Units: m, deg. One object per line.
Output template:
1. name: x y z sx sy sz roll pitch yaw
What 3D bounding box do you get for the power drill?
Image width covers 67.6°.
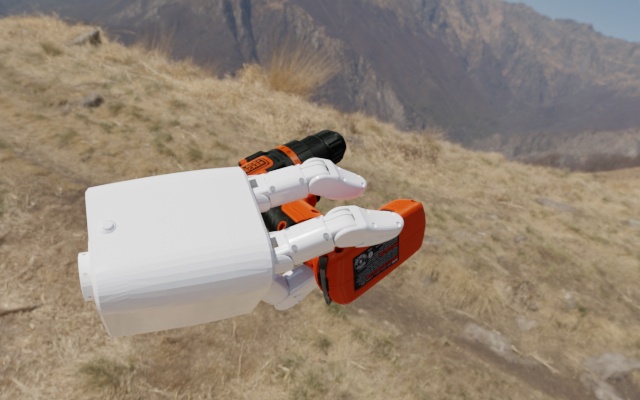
1. power drill: 0.000 0.002 0.439 0.184 0.057 0.187 -33 41 -29
